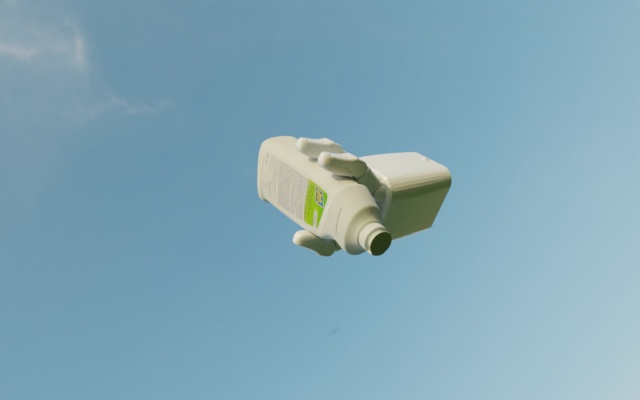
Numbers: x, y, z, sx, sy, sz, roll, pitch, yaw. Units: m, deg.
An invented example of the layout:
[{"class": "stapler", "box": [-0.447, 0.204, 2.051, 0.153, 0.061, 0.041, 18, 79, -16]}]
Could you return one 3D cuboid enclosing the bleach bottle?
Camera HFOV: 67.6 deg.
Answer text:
[{"class": "bleach bottle", "box": [0.000, 0.002, 0.590, 0.068, 0.103, 0.250, -11, 29, -28]}]
